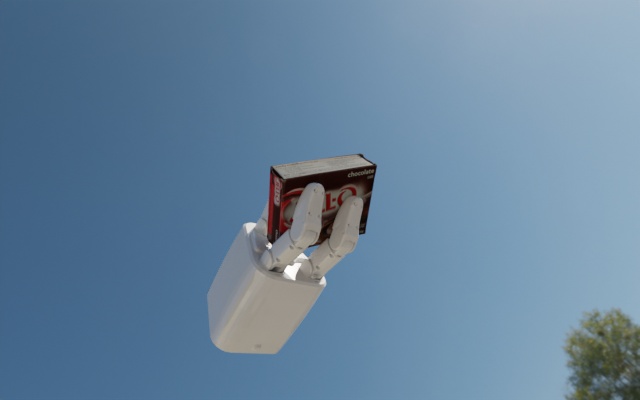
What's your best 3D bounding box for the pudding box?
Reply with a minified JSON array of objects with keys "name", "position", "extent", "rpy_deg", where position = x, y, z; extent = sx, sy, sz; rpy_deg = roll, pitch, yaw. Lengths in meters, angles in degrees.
[{"name":"pudding box","position":[0.000,0.002,0.512],"extent":[0.113,0.090,0.039],"rpy_deg":[-13,37,-28]}]
